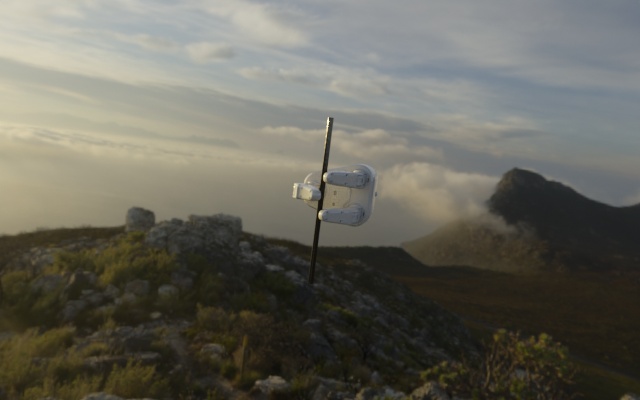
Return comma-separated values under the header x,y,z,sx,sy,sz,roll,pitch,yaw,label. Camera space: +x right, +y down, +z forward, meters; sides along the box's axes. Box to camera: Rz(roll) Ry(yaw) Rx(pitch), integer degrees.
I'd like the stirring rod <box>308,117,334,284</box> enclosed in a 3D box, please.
x,y,z,sx,sy,sz,roll,pitch,yaw,label
0.000,0.002,0.684,0.011,0.239,0.011,7,6,-1,stirring rod
